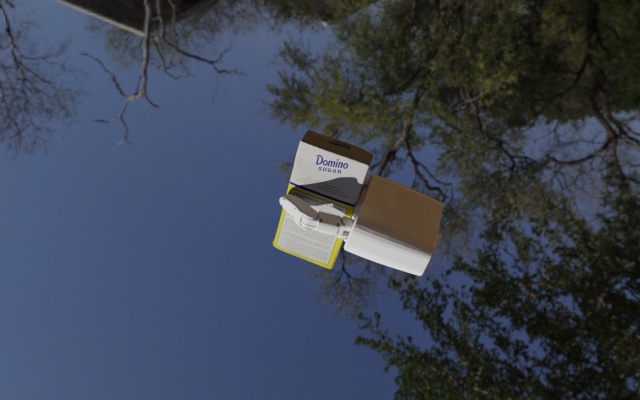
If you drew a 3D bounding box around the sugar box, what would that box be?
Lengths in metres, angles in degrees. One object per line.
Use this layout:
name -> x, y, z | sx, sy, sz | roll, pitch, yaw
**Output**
sugar box -> 0.000, 0.002, 0.643 | 0.093, 0.176, 0.048 | 21, 31, 3
